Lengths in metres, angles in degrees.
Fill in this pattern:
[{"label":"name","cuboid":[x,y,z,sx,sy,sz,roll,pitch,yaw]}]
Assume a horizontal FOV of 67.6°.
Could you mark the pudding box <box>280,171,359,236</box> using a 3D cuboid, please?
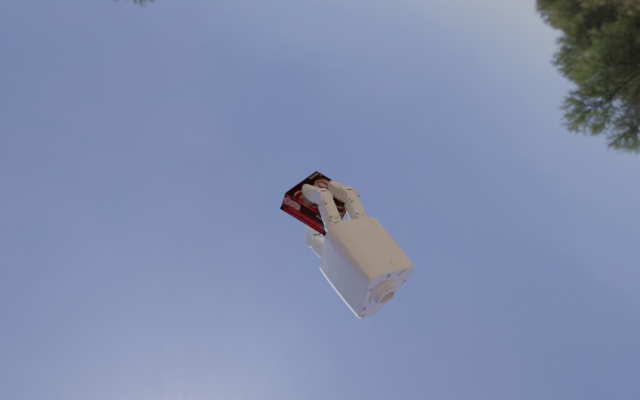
[{"label":"pudding box","cuboid":[0.000,0.003,0.788,0.090,0.039,0.113,31,31,12]}]
